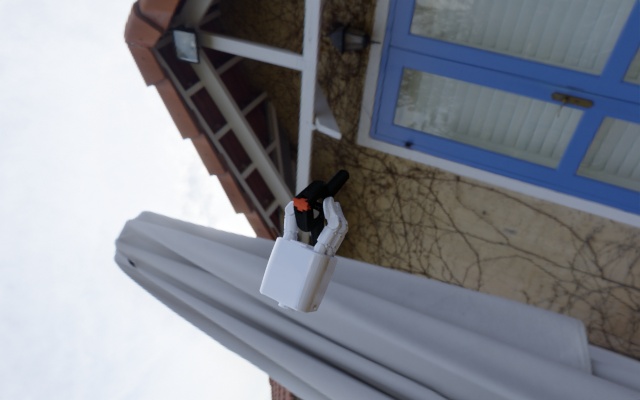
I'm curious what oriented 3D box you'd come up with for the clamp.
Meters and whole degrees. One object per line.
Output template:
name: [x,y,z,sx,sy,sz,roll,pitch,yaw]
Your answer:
clamp: [-0.001,0.003,0.873,0.036,0.164,0.210,20,-4,17]
